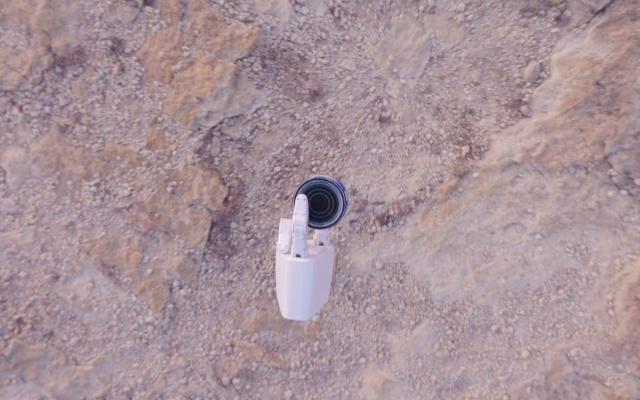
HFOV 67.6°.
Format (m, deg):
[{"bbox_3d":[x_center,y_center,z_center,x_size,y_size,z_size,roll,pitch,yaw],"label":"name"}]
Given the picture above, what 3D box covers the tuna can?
[{"bbox_3d":[0.000,0.002,0.750,0.086,0.086,0.033,0,9,8],"label":"tuna can"}]
